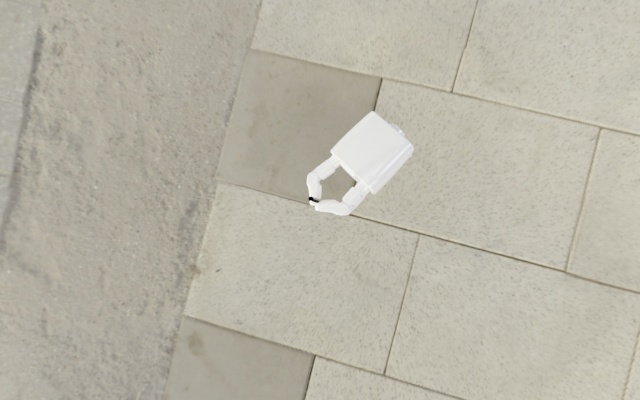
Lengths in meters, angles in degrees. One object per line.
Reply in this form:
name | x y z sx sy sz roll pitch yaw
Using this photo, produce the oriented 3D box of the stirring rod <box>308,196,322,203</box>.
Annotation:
stirring rod | 0.000 0.003 0.877 0.011 0.011 0.239 0 -3 7
